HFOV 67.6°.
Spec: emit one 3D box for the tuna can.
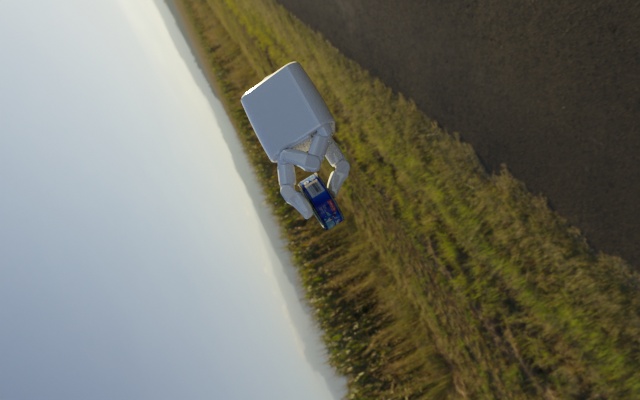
[{"bbox_3d":[0.000,0.003,0.731,0.034,0.086,0.086,-31,3,-5],"label":"tuna can"}]
